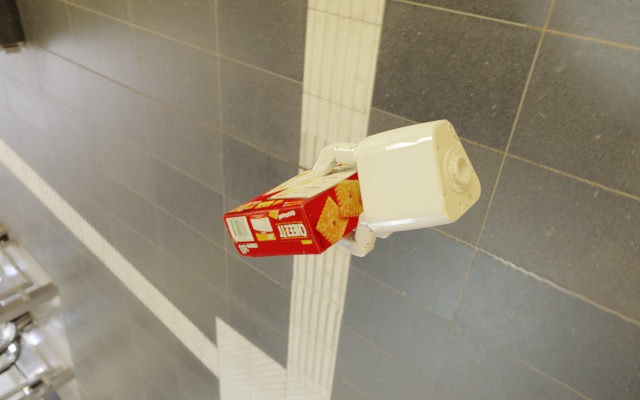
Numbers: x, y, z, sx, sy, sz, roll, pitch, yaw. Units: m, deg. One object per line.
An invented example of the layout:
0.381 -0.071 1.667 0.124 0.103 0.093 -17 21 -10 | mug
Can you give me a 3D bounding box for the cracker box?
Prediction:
0.000 0.002 0.662 0.164 0.072 0.213 -8 17 45 | cracker box
